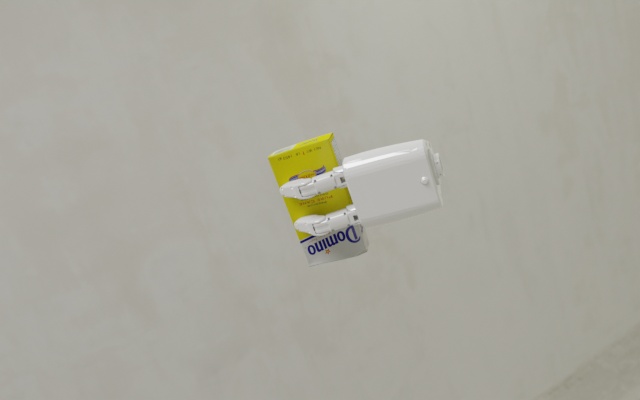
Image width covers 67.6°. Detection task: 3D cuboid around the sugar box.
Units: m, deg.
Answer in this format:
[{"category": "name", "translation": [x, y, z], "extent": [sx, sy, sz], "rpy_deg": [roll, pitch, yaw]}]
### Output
[{"category": "sugar box", "translation": [0.000, 0.002, 0.679], "extent": [0.093, 0.176, 0.048], "rpy_deg": [-16, 16, 16]}]
